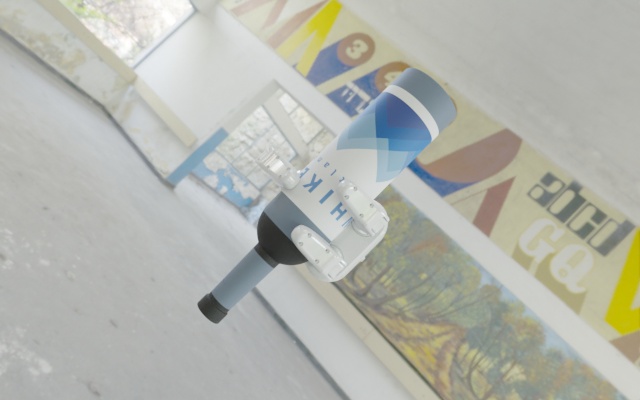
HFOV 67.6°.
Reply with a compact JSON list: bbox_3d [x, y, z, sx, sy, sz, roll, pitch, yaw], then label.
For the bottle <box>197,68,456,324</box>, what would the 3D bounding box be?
[{"bbox_3d":[0.000,0.001,0.449,0.295,0.069,0.069,-45,-3,-3],"label":"bottle"}]
